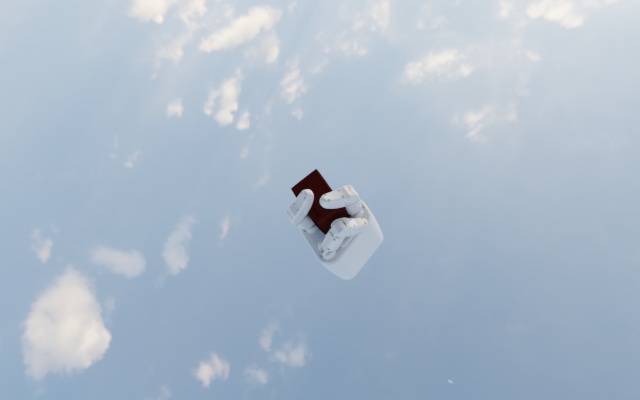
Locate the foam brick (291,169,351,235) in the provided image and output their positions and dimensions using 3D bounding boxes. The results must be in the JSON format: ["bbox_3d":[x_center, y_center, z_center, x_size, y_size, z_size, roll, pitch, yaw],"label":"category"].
[{"bbox_3d":[0.000,0.002,0.740,0.053,0.078,0.051,-36,-31,3],"label":"foam brick"}]
